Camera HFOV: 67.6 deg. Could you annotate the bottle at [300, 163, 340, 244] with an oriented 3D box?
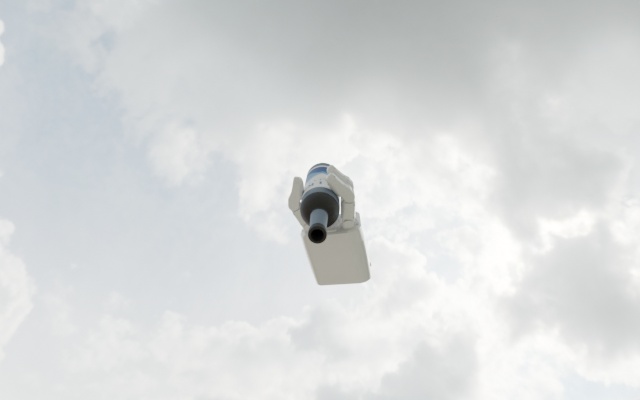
[{"bbox_3d":[0.000,0.003,0.824,0.069,0.069,0.295,0,19,2],"label":"bottle"}]
